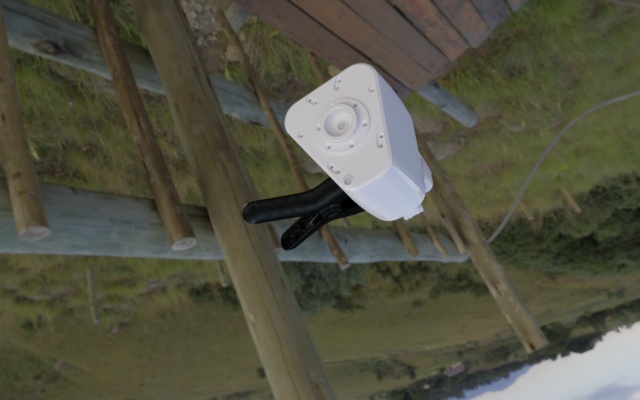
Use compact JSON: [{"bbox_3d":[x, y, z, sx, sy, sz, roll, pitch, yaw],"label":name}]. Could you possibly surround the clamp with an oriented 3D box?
[{"bbox_3d":[0.000,0.002,0.536,0.171,0.039,0.120,-31,-24,15],"label":"clamp"}]
